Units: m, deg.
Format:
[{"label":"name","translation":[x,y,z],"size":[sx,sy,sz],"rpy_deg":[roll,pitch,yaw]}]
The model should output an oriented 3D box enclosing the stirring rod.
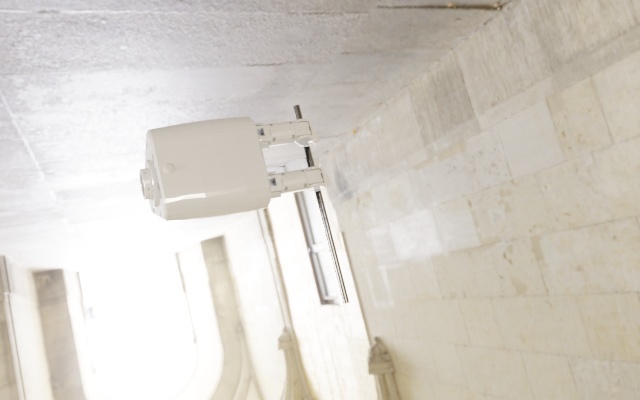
[{"label":"stirring rod","translation":[0.000,0.002,0.560],"size":[0.011,0.239,0.011],"rpy_deg":[-14,-7,-2]}]
